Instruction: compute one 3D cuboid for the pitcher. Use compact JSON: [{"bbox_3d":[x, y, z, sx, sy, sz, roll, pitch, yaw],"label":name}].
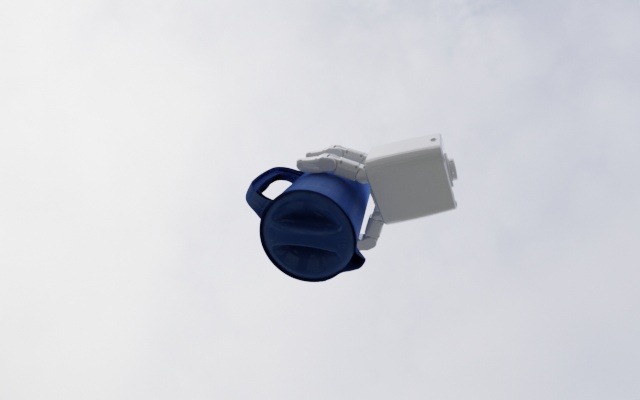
[{"bbox_3d":[0.000,0.002,0.724,0.145,0.149,0.242,-13,17,19],"label":"pitcher"}]
